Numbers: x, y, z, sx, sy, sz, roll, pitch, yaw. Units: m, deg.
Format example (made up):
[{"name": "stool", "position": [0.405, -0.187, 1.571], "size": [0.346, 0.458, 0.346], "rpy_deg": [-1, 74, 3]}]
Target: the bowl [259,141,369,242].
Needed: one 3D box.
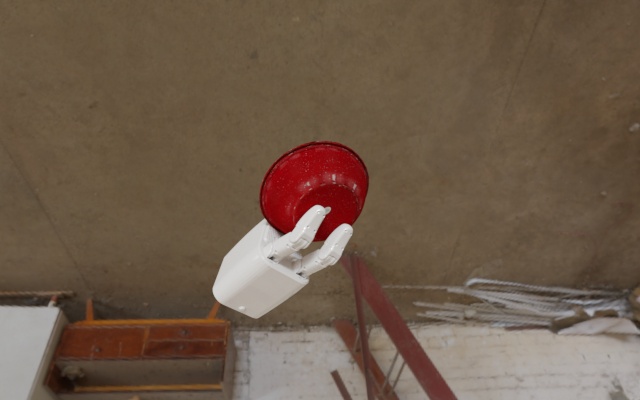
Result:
[{"name": "bowl", "position": [0.001, 0.001, 0.656], "size": [0.162, 0.162, 0.055], "rpy_deg": [0, 32, -20]}]
